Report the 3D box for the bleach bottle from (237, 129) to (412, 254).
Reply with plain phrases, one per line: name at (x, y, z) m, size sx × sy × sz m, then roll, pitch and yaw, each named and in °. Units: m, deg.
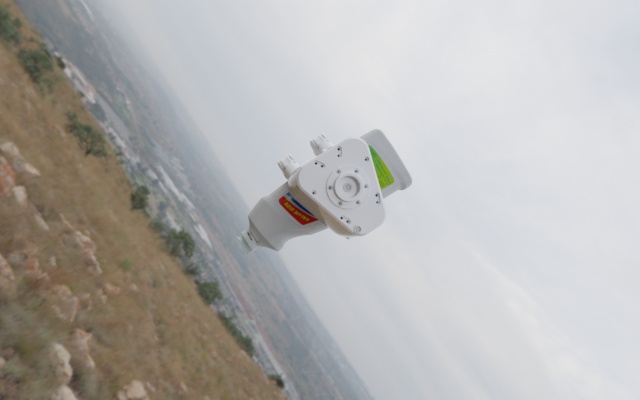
bleach bottle at (0.000, 0.002, 0.681) m, size 0.251 × 0.102 × 0.068 m, roll -33°, pitch 3°, yaw -7°
